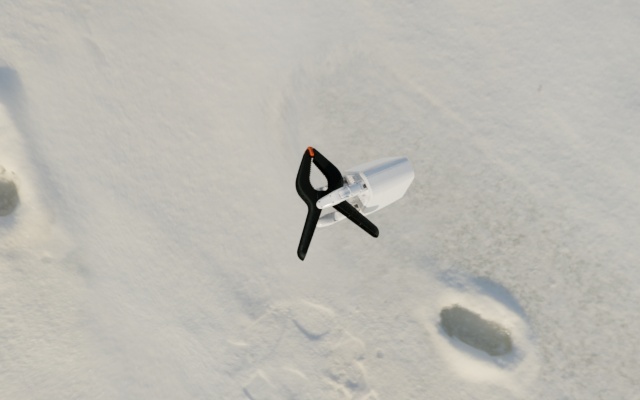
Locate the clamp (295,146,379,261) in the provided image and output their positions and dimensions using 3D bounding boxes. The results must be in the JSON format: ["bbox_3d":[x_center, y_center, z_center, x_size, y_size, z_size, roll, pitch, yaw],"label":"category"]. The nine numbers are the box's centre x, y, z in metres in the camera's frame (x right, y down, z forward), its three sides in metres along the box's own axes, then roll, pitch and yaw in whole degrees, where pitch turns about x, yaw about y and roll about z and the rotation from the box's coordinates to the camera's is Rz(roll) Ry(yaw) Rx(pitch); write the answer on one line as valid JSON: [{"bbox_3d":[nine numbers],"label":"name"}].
[{"bbox_3d":[0.000,0.002,0.896,0.164,0.210,0.036,-22,-6,-20],"label":"clamp"}]
